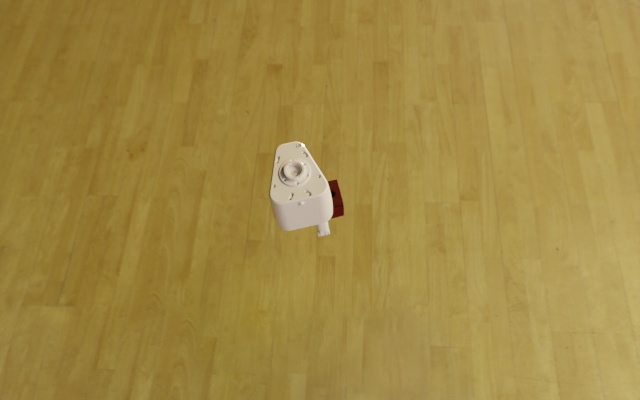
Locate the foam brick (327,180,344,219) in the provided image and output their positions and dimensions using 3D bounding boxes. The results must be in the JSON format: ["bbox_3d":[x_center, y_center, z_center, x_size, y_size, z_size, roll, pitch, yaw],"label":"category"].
[{"bbox_3d":[0.000,0.003,0.856,0.078,0.053,0.051,-12,-25,-3],"label":"foam brick"}]
